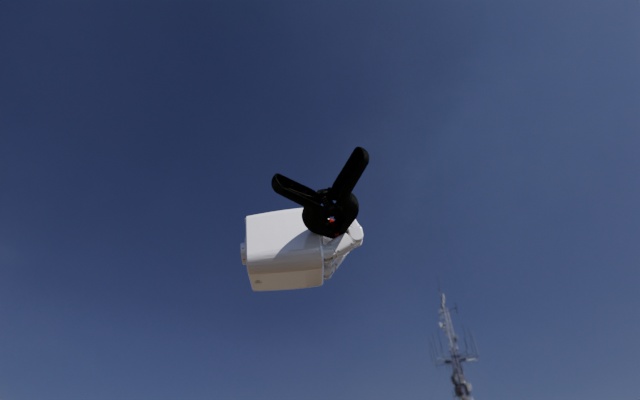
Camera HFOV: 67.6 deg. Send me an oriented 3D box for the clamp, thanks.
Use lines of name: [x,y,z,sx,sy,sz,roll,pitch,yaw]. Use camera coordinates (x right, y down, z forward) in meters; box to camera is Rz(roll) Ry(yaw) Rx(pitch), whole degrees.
clamp: [0.000,0.002,0.622,0.120,0.039,0.172,-9,-37,-6]
